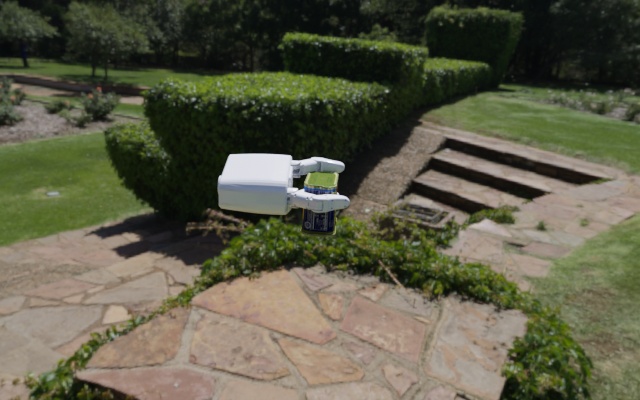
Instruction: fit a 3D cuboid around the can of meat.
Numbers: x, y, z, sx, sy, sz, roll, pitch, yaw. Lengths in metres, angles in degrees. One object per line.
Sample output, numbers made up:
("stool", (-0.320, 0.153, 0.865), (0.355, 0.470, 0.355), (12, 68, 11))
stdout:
("can of meat", (0.000, 0.002, 0.788), (0.057, 0.084, 0.102), (4, 18, 3))
